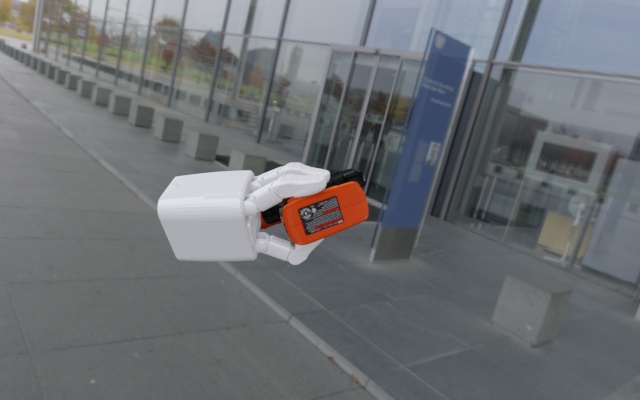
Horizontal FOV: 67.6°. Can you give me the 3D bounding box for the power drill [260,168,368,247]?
[{"bbox_3d":[0.000,0.002,0.662,0.184,0.057,0.187,-22,9,-11],"label":"power drill"}]
